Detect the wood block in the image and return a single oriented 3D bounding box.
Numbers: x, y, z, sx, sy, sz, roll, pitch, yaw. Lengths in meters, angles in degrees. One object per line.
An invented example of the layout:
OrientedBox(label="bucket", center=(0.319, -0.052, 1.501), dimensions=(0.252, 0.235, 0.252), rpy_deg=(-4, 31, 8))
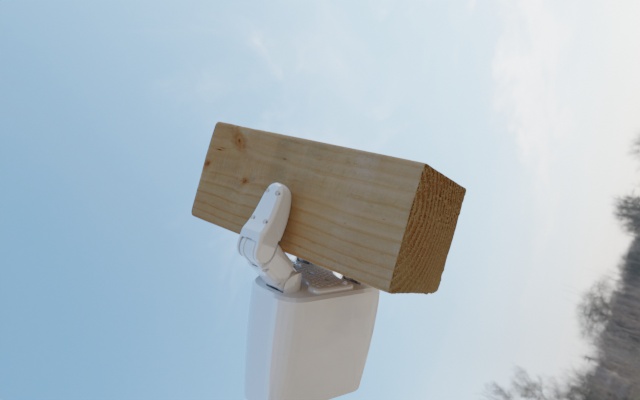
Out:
OrientedBox(label="wood block", center=(0.000, 0.002, 0.402), dimensions=(0.206, 0.090, 0.091), rpy_deg=(16, 0, 35))
